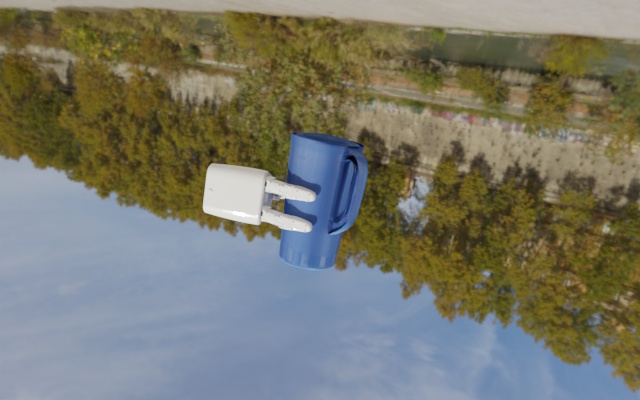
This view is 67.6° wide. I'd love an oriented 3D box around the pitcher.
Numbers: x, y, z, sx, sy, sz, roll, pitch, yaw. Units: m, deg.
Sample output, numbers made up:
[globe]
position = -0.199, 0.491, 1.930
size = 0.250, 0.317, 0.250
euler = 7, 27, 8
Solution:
[pitcher]
position = 0.000, 0.003, 0.869
size = 0.145, 0.243, 0.149
euler = 10, 12, 3
